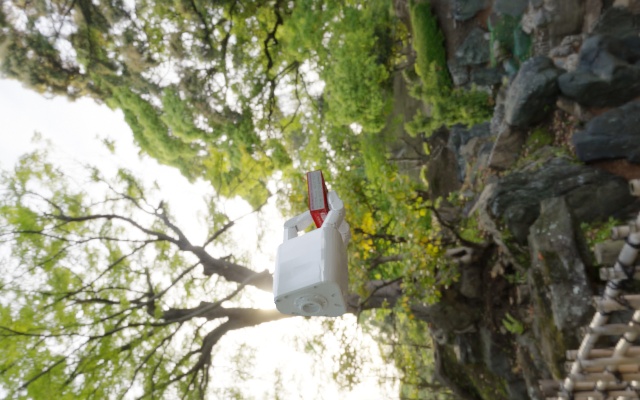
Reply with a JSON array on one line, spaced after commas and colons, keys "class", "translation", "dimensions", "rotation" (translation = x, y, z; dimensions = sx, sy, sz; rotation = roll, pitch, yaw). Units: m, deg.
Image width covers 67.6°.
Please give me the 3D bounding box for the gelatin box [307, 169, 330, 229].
[{"class": "gelatin box", "translation": [0.000, 0.003, 0.833], "dimensions": [0.030, 0.089, 0.073], "rotation": [-12, -36, 7]}]
